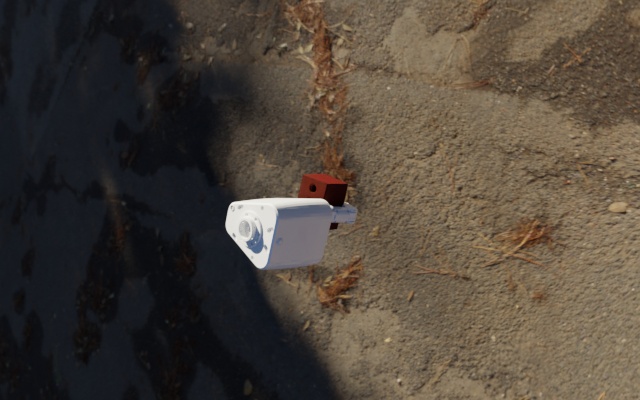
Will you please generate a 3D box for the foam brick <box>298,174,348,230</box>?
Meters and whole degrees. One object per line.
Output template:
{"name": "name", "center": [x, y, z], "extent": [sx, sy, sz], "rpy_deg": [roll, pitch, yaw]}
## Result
{"name": "foam brick", "center": [0.000, 0.002, 0.736], "extent": [0.053, 0.078, 0.051], "rpy_deg": [23, 16, 40]}
